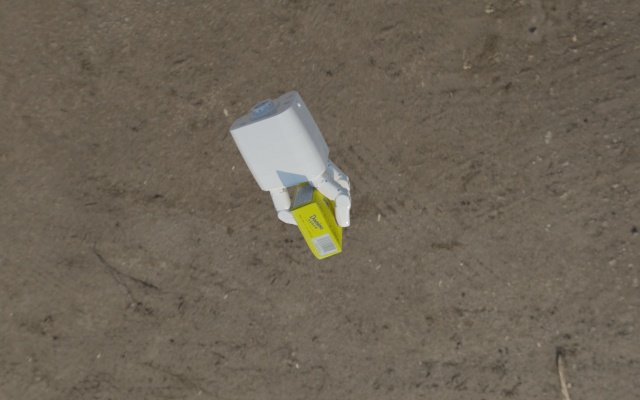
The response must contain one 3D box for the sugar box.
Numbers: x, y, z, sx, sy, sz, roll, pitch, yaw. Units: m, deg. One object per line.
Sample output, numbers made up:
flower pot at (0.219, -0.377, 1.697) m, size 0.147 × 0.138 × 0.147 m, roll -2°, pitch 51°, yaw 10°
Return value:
sugar box at (0.001, 0.002, 0.749) m, size 0.048 × 0.093 × 0.176 m, roll -19°, pitch 27°, yaw 17°
